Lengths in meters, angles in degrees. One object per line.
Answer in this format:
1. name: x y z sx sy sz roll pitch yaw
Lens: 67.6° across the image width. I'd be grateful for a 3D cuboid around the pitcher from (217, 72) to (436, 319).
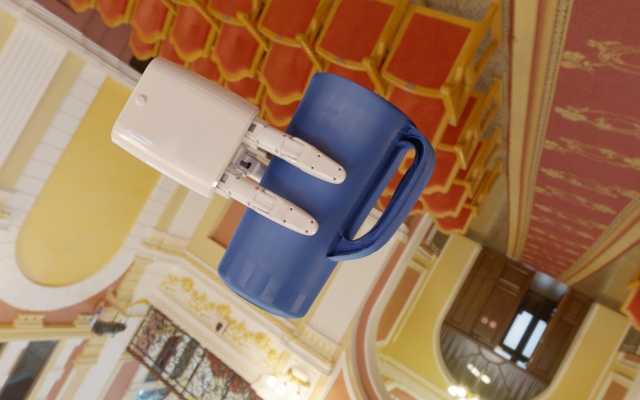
1. pitcher: 0.000 0.002 0.507 0.145 0.243 0.149 29 -2 -9
